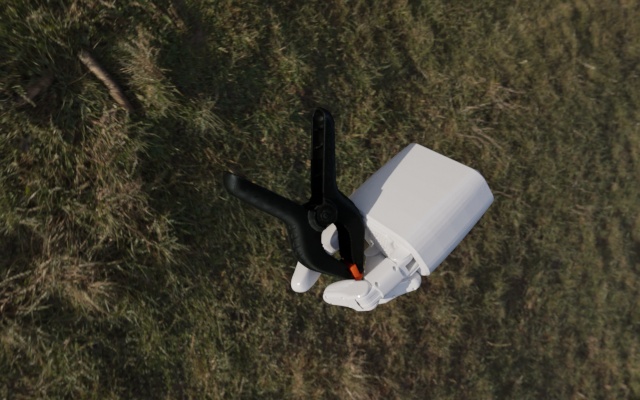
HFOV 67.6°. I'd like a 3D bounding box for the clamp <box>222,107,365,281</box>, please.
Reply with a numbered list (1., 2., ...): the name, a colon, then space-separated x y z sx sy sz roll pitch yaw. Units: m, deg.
1. clamp: 0.000 0.002 0.454 0.120 0.171 0.039 -43 28 -11
